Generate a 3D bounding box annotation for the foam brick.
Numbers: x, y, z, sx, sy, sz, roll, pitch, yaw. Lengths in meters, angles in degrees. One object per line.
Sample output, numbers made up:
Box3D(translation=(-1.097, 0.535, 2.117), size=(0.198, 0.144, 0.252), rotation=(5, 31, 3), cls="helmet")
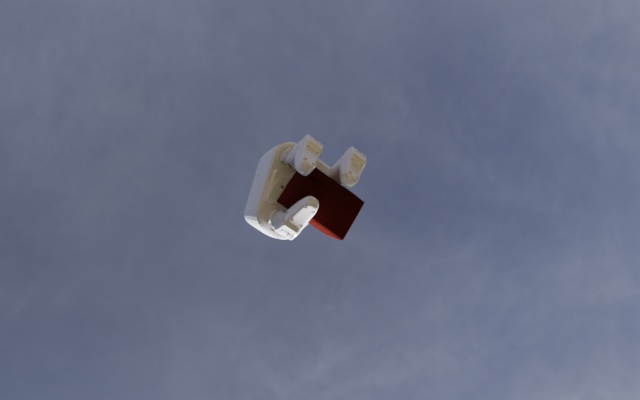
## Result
Box3D(translation=(0.000, 0.002, 0.550), size=(0.078, 0.053, 0.051), rotation=(35, -9, -16), cls="foam brick")
